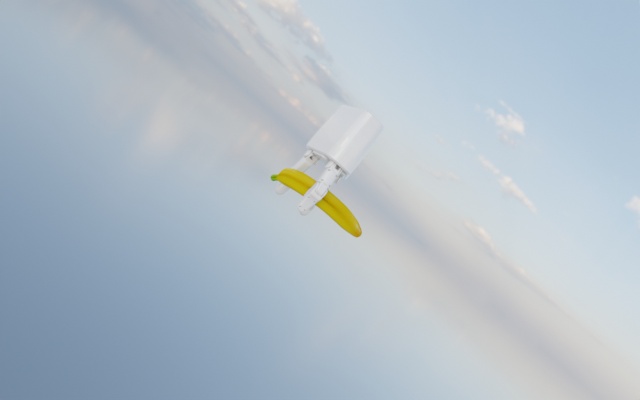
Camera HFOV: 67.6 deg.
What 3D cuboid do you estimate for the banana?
[{"bbox_3d":[-0.001,-0.003,0.849,0.198,0.037,0.070,36,-13,3],"label":"banana"}]
